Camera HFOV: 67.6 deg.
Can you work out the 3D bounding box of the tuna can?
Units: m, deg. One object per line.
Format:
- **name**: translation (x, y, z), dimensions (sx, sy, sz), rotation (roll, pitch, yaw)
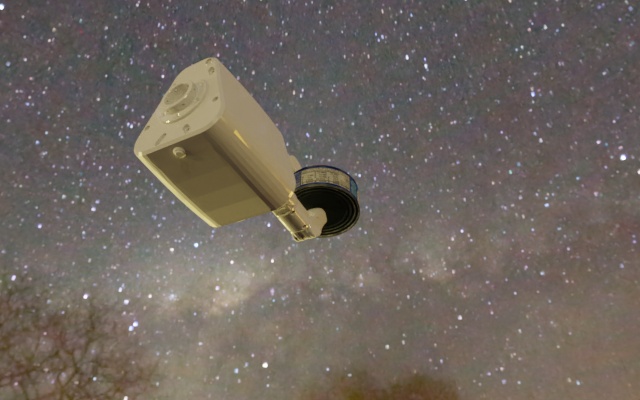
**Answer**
- **tuna can**: translation (0.000, 0.001, 0.525), dimensions (0.086, 0.033, 0.086), rotation (1, -42, 1)
